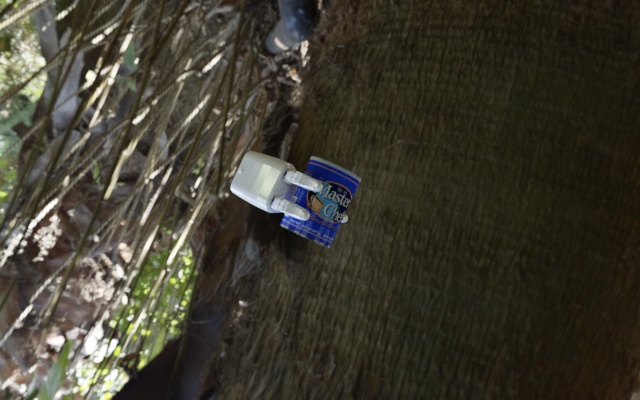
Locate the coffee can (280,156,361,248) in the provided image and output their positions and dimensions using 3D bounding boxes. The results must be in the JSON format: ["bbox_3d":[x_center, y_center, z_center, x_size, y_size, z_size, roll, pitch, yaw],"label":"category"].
[{"bbox_3d":[0.000,0.003,0.883,0.103,0.140,0.103,25,-3,1],"label":"coffee can"}]
